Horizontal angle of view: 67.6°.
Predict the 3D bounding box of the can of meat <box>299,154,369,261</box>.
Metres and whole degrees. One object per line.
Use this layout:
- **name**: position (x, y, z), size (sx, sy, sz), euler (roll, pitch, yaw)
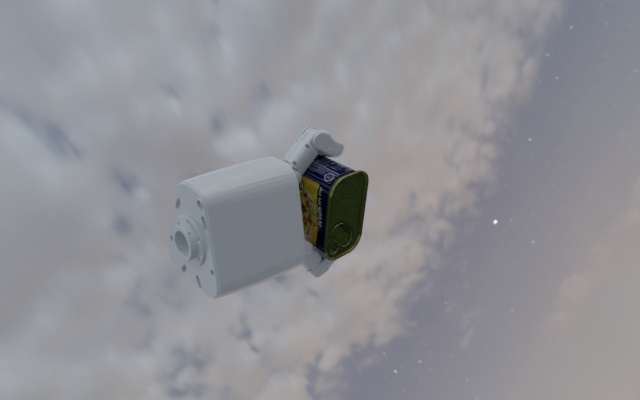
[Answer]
- **can of meat**: position (0.000, 0.001, 0.530), size (0.057, 0.102, 0.084), euler (-23, 39, -39)
